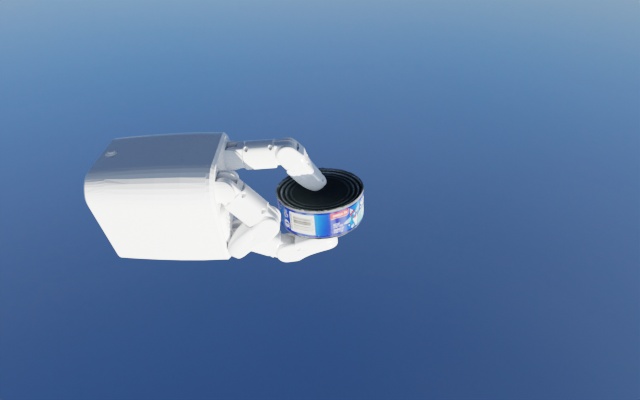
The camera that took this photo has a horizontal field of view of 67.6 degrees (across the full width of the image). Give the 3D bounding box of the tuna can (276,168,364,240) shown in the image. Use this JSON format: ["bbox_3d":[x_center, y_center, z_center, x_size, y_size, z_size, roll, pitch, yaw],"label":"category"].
[{"bbox_3d":[0.000,0.002,0.472,0.086,0.034,0.086,-3,31,2],"label":"tuna can"}]
